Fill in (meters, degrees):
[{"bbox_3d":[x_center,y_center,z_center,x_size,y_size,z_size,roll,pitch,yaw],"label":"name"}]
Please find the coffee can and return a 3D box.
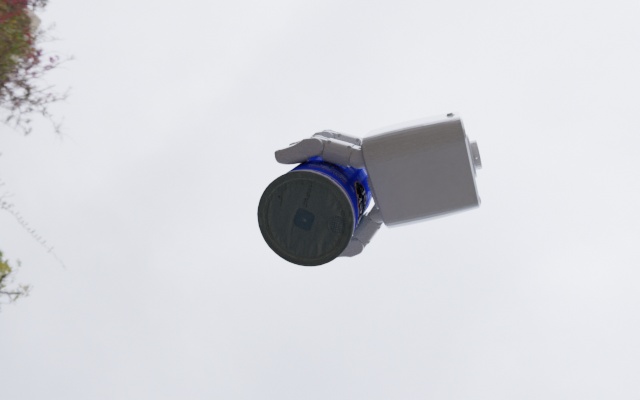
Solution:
[{"bbox_3d":[0.000,0.002,0.548,0.103,0.103,0.140,0,15,14],"label":"coffee can"}]
